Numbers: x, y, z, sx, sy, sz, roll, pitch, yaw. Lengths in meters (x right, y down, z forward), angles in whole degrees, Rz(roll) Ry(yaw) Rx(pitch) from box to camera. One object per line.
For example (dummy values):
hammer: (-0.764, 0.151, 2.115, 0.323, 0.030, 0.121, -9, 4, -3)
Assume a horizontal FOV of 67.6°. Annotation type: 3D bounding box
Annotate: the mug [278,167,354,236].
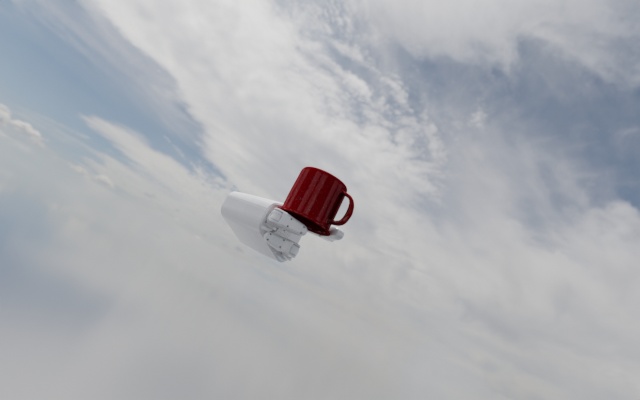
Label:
mug: (0.001, 0.003, 0.748, 0.117, 0.081, 0.093, 17, -17, 35)
